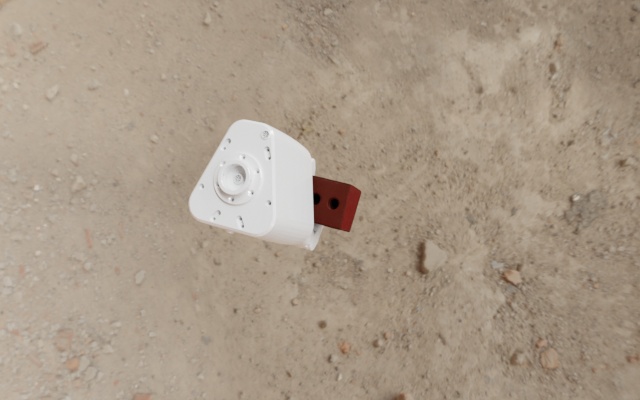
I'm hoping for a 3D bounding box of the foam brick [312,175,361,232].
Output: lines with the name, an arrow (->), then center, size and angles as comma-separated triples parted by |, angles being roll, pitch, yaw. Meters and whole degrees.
foam brick -> 0.000, 0.002, 0.555 | 0.078, 0.053, 0.051 | 13, -4, 17
